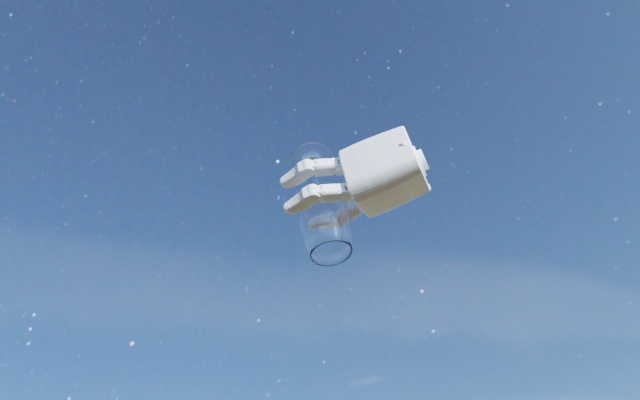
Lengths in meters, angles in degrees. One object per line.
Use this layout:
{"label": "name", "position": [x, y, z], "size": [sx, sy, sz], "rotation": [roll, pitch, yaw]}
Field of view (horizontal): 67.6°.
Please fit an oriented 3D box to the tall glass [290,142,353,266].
{"label": "tall glass", "position": [0.000, 0.002, 0.742], "size": [0.079, 0.200, 0.079], "rotation": [-7, -41, -6]}
